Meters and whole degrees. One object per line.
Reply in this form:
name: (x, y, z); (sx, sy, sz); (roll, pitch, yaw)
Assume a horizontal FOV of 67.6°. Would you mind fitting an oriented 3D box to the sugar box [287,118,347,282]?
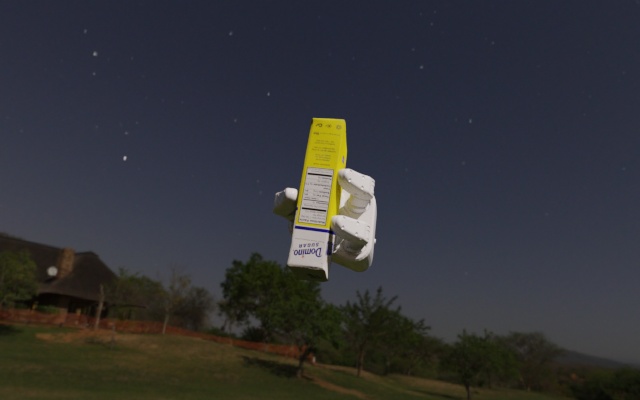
sugar box: (0.001, 0.002, 0.562); (0.048, 0.176, 0.093); (4, -17, 7)
